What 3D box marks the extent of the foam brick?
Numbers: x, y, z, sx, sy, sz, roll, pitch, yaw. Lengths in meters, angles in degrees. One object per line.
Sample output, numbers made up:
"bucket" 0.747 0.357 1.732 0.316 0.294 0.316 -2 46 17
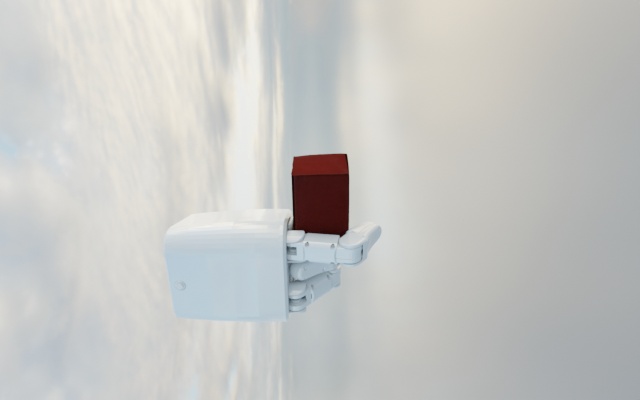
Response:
"foam brick" 0.000 0.001 0.441 0.051 0.078 0.053 0 24 1
